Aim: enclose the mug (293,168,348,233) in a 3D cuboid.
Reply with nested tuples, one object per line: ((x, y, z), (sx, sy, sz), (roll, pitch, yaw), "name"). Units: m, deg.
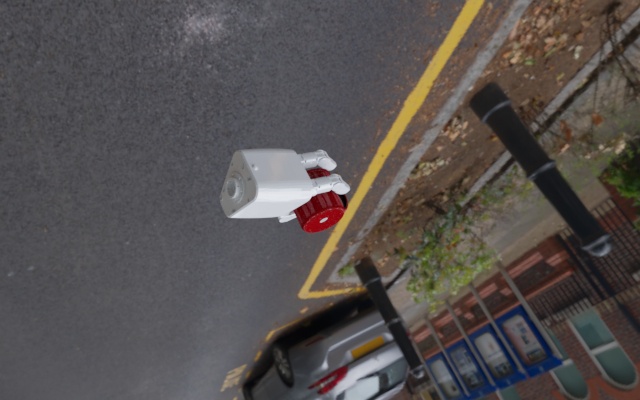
((0.001, 0.003, 0.845), (0.117, 0.081, 0.093), (-3, -33, -40), "mug")
